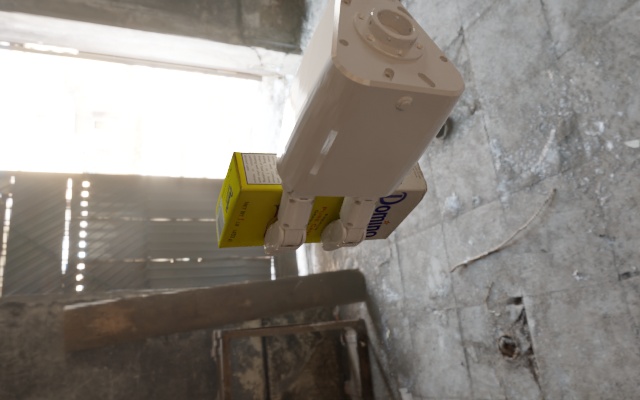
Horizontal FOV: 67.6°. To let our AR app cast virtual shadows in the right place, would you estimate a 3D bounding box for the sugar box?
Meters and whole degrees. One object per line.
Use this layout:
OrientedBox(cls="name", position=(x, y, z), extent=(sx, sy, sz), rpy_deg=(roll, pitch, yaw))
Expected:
OrientedBox(cls="sugar box", position=(0.000, 0.002, 0.433), extent=(0.176, 0.048, 0.093), rpy_deg=(1, -34, -23))
